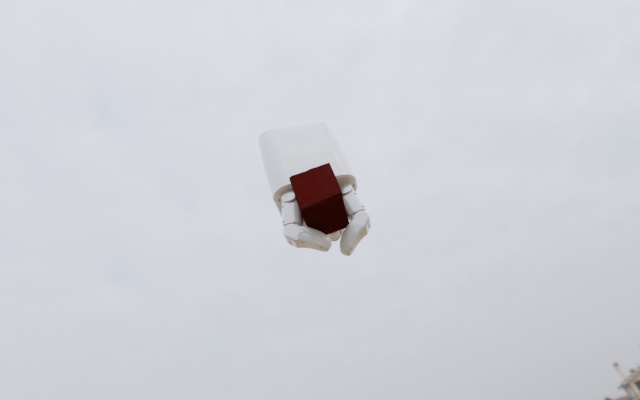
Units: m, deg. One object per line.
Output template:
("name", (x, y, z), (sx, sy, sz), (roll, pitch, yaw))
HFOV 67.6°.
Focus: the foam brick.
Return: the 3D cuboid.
("foam brick", (0.000, 0.002, 0.580), (0.053, 0.051, 0.078), (-19, -33, -1))
